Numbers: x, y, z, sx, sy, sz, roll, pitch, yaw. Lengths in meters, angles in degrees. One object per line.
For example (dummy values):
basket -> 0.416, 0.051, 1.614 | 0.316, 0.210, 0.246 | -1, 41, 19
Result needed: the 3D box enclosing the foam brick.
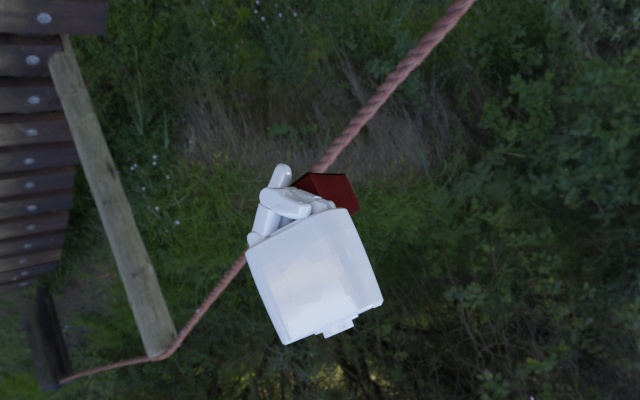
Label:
foam brick -> 0.000, 0.002, 0.564 | 0.053, 0.051, 0.078 | -35, -18, 32
